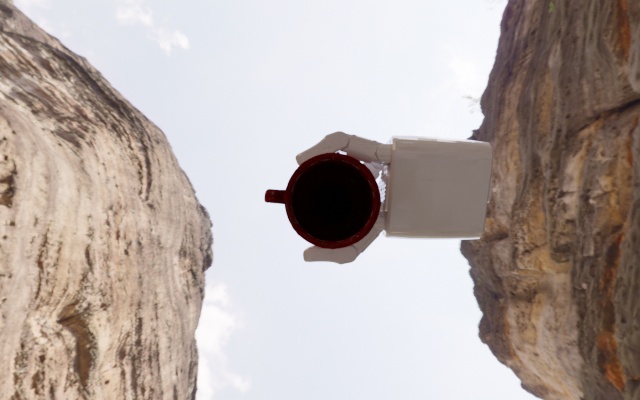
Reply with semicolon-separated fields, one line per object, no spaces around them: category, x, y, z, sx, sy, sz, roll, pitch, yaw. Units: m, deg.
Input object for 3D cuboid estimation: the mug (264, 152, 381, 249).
mug;-0.001;0.002;0.498;0.117;0.093;0.081;3;-3;1
